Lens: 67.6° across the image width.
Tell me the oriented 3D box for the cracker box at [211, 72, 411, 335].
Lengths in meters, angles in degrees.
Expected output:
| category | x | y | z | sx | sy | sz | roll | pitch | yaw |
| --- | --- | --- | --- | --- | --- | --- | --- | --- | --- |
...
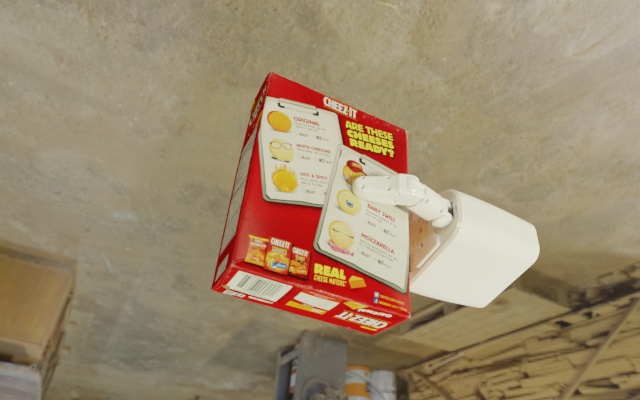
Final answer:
| category | x | y | z | sx | sy | sz | roll | pitch | yaw |
| --- | --- | --- | --- | --- | --- | --- | --- | --- | --- |
| cracker box | 0.000 | 0.002 | 0.456 | 0.164 | 0.213 | 0.072 | 20 | -37 | -20 |
